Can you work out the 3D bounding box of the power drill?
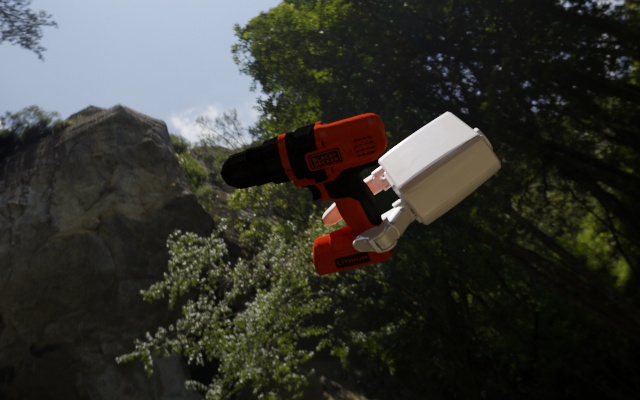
[{"bbox_3d":[0.000,0.002,0.552,0.184,0.188,0.057,-14,37,11],"label":"power drill"}]
